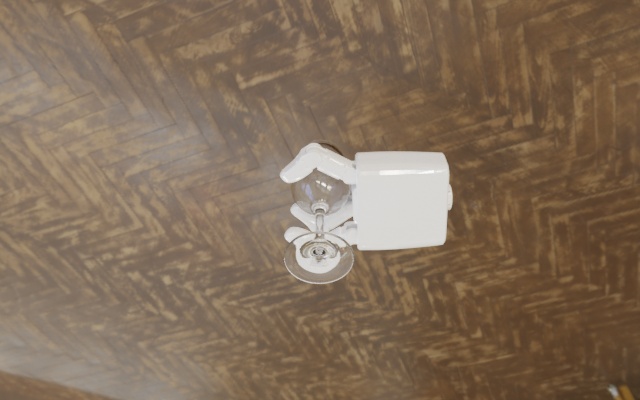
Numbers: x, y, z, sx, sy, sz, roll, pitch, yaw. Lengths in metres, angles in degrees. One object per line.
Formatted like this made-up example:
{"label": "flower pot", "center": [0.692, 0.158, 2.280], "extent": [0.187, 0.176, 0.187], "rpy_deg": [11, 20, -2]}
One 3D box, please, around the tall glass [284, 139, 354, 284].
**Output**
{"label": "tall glass", "center": [0.000, 0.002, 0.577], "extent": [0.079, 0.079, 0.201], "rpy_deg": [0, 37, 1]}
